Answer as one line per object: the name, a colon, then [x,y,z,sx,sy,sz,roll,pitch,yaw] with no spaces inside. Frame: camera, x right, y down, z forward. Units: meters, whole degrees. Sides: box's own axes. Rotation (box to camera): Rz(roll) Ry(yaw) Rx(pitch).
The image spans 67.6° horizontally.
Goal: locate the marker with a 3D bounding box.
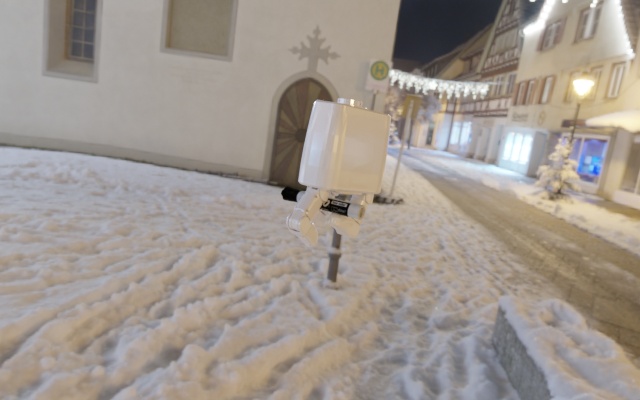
marker: [0.000,0.002,0.607,0.121,0.020,0.020,14,7,31]
